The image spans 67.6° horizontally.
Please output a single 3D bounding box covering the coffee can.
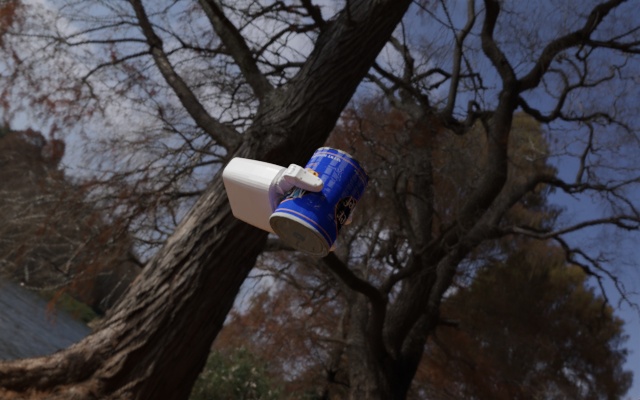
[{"bbox_3d":[0.000,0.003,0.743,0.103,0.140,0.103,26,-27,14],"label":"coffee can"}]
